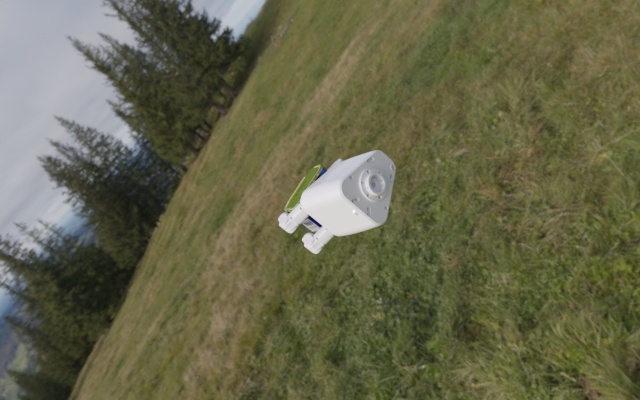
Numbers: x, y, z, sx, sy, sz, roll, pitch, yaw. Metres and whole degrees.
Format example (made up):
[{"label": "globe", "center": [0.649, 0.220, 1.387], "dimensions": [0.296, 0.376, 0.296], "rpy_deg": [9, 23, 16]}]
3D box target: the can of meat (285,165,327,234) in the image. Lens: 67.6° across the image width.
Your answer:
[{"label": "can of meat", "center": [0.000, 0.002, 0.806], "dimensions": [0.084, 0.102, 0.057], "rpy_deg": [40, -25, -19]}]
